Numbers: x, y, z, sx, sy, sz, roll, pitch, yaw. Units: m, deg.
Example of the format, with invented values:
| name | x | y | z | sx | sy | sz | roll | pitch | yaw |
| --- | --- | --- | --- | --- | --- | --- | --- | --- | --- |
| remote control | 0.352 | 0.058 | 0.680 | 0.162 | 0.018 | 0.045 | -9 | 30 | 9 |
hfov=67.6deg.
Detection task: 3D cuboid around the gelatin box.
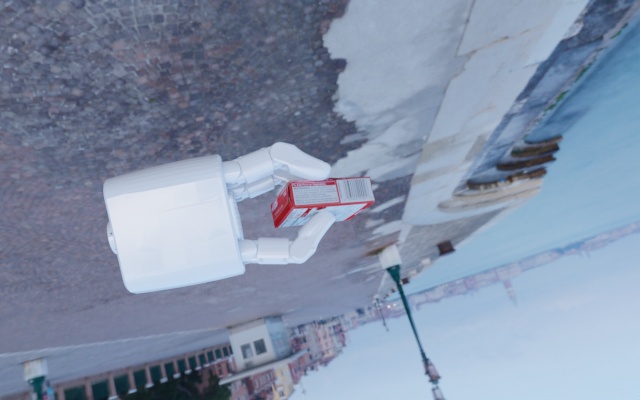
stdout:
| name | x | y | z | sx | sy | sz | roll | pitch | yaw |
| --- | --- | --- | --- | --- | --- | --- | --- | --- | --- |
| gelatin box | 0.000 | 0.002 | 0.490 | 0.089 | 0.030 | 0.073 | -4 | -16 | -20 |
